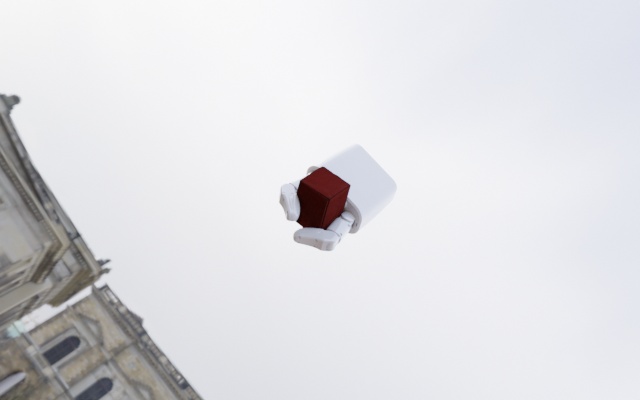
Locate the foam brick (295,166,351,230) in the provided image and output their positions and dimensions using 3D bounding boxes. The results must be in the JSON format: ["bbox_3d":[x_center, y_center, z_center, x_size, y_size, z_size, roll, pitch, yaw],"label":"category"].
[{"bbox_3d":[0.000,0.002,0.666,0.053,0.078,0.051,36,47,22],"label":"foam brick"}]
